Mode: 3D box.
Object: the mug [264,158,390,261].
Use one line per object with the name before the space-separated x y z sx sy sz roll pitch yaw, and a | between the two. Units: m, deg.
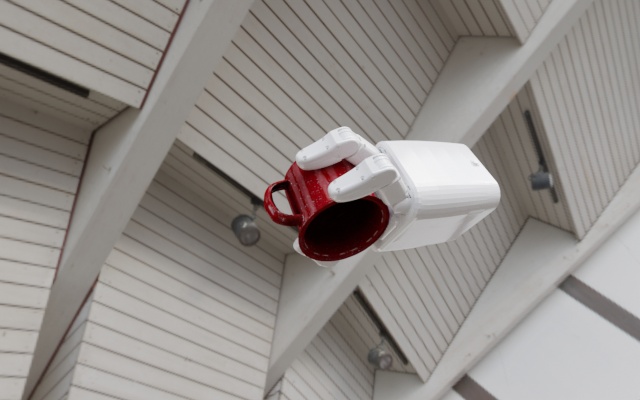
mug | -0.001 0.002 0.476 0.117 0.093 0.081 -3 45 -23
